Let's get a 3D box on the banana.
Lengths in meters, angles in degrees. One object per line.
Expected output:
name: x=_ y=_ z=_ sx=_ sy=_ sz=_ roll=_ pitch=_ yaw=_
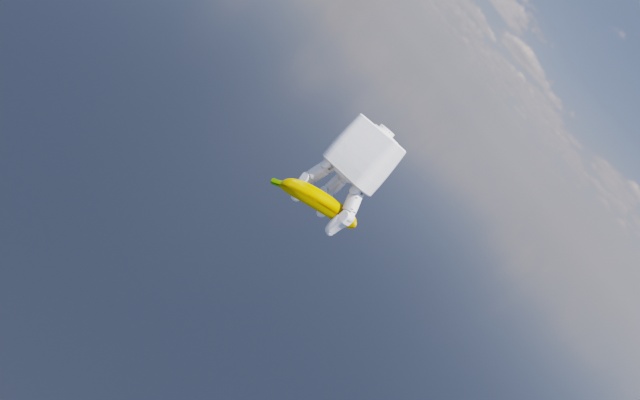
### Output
banana: x=0.004 y=0.005 z=0.880 sx=0.198 sy=0.037 sz=0.069 roll=31 pitch=-1 yaw=-25
